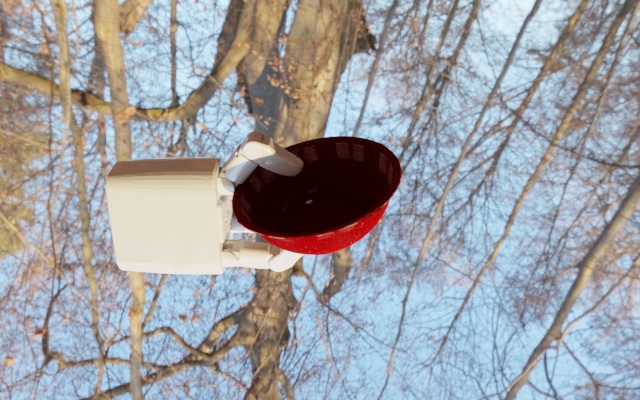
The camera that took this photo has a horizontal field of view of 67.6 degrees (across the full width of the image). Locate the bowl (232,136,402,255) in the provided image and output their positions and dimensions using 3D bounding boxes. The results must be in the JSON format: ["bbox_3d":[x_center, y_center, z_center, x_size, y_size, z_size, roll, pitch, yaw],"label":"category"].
[{"bbox_3d":[0.001,0.002,0.460,0.162,0.055,0.162,-10,35,7],"label":"bowl"}]
